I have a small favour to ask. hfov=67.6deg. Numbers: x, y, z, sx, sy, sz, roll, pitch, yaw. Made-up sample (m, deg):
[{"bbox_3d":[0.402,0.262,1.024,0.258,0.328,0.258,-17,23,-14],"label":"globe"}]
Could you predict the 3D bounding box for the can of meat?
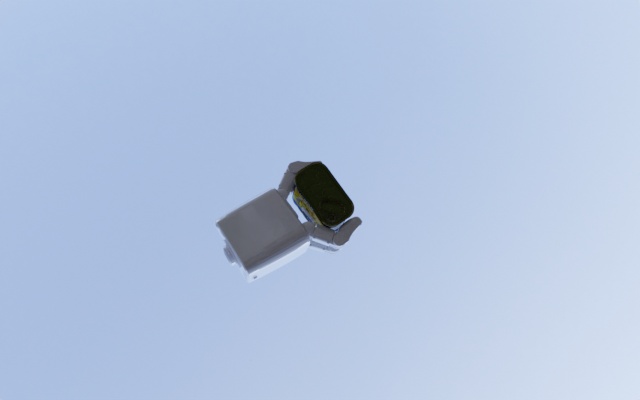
[{"bbox_3d":[0.000,0.002,0.751,0.057,0.102,0.084,-33,-11,-17],"label":"can of meat"}]
